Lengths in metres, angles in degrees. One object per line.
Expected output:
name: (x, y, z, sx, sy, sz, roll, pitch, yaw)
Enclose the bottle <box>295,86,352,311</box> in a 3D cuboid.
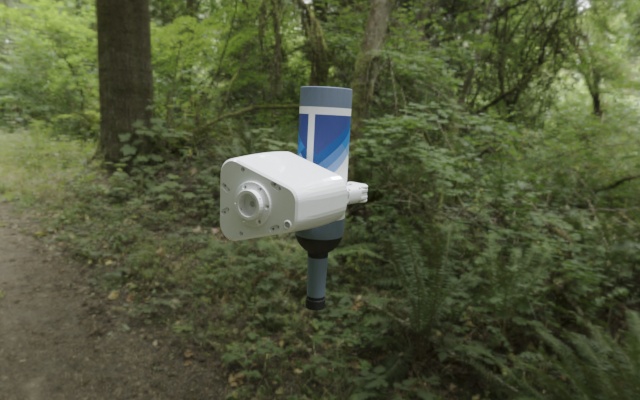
bottle: (0.000, 0.002, 0.633, 0.069, 0.296, 0.069, 3, 10, 0)
